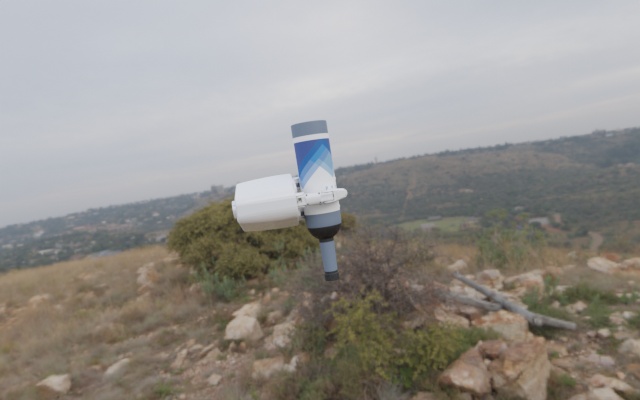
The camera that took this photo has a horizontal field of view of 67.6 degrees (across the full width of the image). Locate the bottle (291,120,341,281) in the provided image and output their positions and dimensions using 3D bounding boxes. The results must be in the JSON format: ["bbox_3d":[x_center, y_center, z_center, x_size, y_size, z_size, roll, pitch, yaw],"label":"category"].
[{"bbox_3d":[0.000,0.003,0.887,0.069,0.296,0.069,-9,4,1],"label":"bottle"}]
